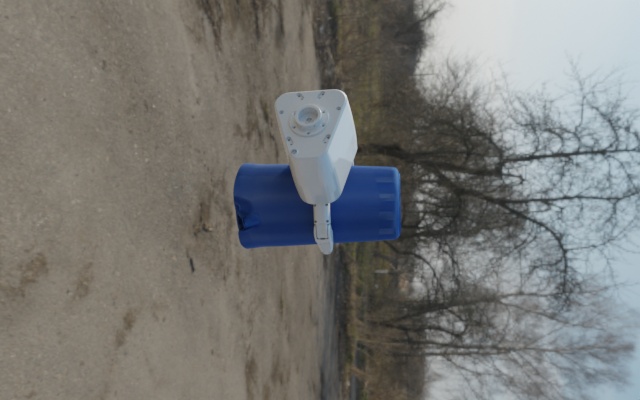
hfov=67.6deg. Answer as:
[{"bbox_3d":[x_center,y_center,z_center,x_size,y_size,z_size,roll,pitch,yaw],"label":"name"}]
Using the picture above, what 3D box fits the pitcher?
[{"bbox_3d":[0.000,0.002,0.734,0.243,0.149,0.145,-1,-28,9],"label":"pitcher"}]
